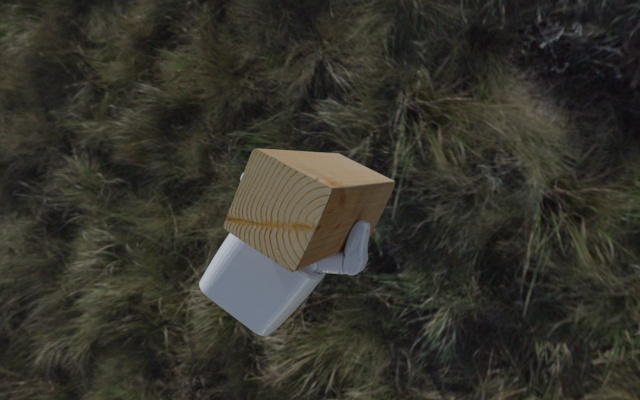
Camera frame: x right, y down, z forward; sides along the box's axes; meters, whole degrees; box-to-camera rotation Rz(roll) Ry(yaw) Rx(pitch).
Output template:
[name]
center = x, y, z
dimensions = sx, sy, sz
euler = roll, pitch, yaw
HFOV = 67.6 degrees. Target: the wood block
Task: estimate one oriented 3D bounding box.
[wood block]
center = 0.000, 0.002, 0.534
dimensions = 0.091, 0.090, 0.206
euler = 29, 15, 20
